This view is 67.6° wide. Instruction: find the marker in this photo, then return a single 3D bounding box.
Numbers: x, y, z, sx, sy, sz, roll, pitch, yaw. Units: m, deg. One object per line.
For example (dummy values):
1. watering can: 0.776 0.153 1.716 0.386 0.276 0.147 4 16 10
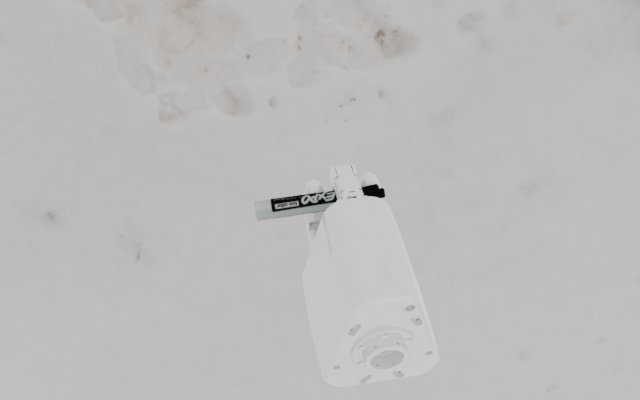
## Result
1. marker: 0.000 0.001 0.444 0.121 0.020 0.020 -8 0 -4
